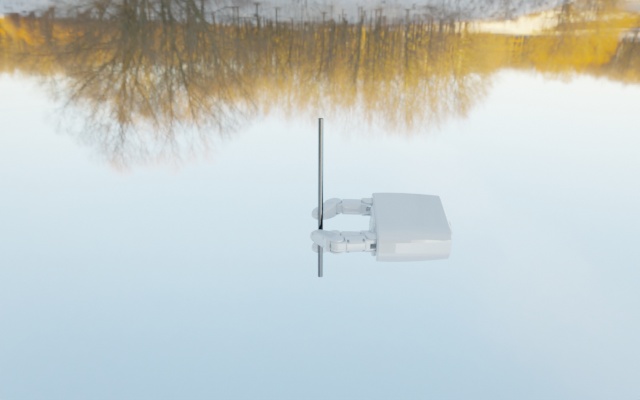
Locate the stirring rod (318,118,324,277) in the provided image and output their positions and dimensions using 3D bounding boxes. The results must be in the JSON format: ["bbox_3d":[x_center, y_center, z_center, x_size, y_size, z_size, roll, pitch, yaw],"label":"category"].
[{"bbox_3d":[0.000,0.002,0.687,0.011,0.240,0.011,0,20,0],"label":"stirring rod"}]
